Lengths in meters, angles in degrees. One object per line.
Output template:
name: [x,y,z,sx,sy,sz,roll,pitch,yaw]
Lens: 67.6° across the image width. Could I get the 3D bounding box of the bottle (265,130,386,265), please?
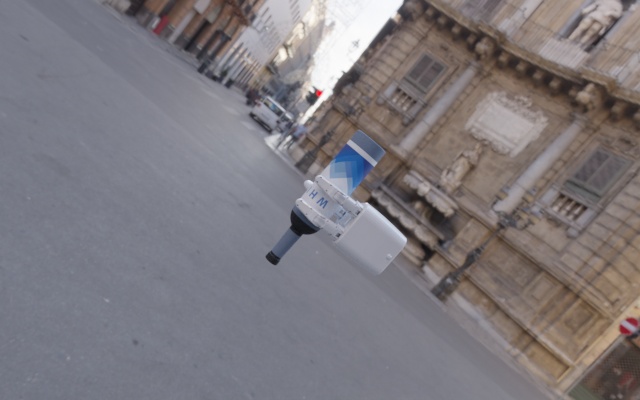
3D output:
bottle: [0.000,0.003,0.890,0.069,0.296,0.069,40,6,-5]
